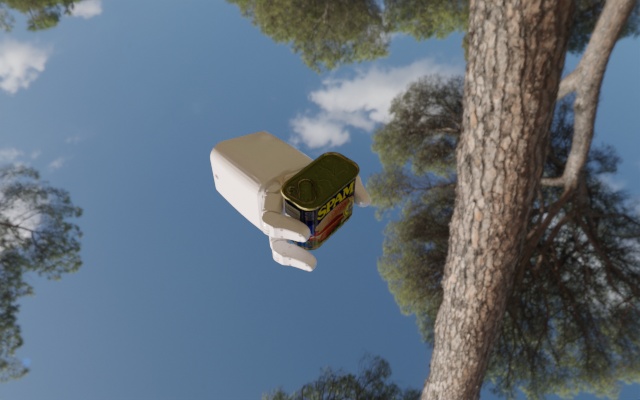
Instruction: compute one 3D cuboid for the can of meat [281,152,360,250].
[{"bbox_3d":[0.000,0.002,0.603,0.057,0.084,0.102,33,54,26],"label":"can of meat"}]
